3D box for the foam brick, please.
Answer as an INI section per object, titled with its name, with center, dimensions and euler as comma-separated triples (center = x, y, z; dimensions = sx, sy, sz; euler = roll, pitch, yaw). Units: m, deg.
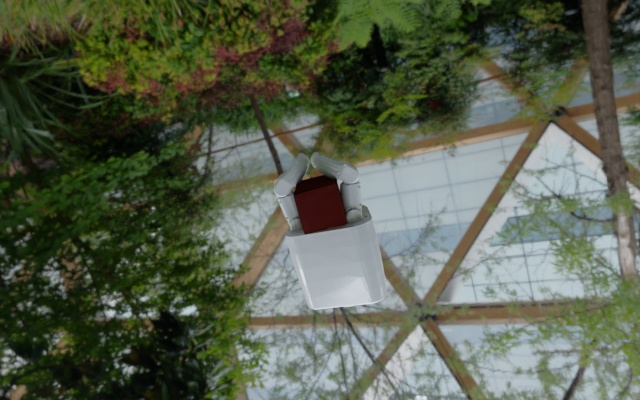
[foam brick]
center = 0.000, 0.002, 0.572
dimensions = 0.053, 0.051, 0.078
euler = -14, 12, 3
